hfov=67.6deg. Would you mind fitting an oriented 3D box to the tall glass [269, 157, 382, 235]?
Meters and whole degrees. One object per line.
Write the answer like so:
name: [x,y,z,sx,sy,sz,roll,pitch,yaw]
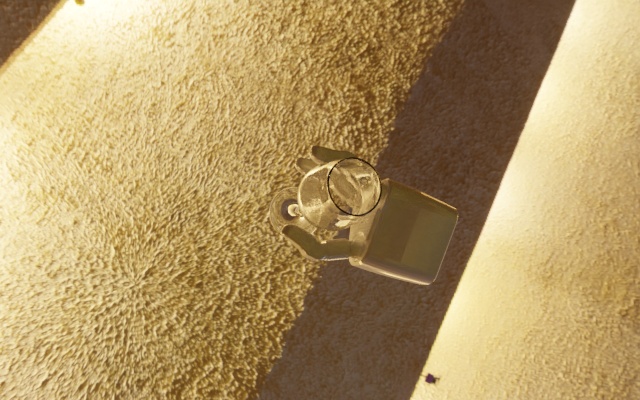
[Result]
tall glass: [0.000,0.002,0.576,0.079,0.079,0.201,0,-9,-21]
